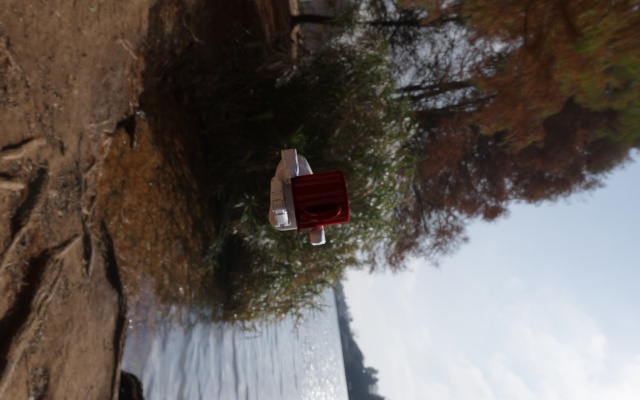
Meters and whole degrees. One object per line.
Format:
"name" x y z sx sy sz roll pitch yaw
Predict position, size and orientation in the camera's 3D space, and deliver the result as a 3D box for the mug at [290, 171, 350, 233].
"mug" 0.000 0.003 0.724 0.081 0.093 0.117 -8 19 -2
